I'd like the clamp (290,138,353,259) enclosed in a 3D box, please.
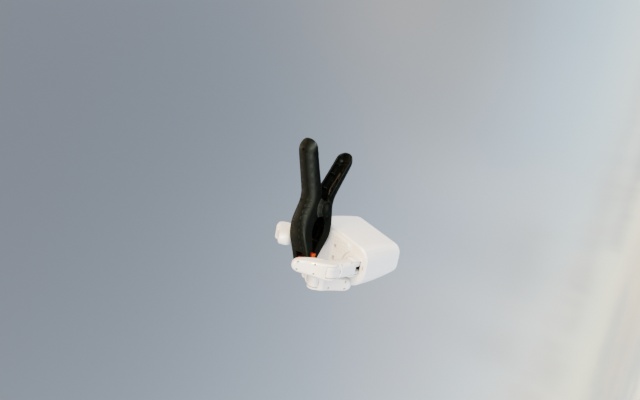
[{"bbox_3d":[0.001,0.002,0.656,0.039,0.171,0.120,18,13,36],"label":"clamp"}]
